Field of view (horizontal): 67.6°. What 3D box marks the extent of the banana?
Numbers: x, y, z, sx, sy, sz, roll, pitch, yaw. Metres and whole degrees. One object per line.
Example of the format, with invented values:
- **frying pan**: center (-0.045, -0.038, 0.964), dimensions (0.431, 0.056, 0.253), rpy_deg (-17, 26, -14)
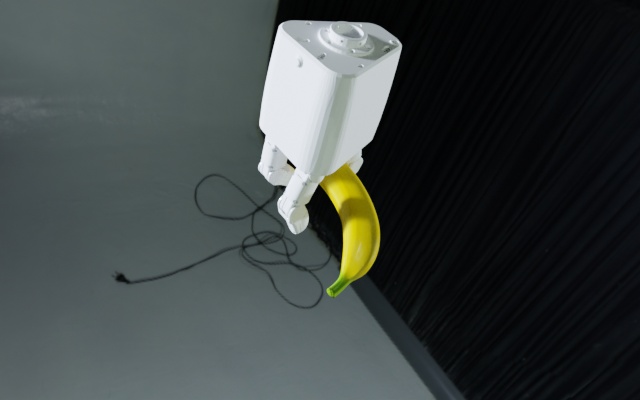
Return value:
- **banana**: center (0.019, 0.002, 0.503), dimensions (0.069, 0.197, 0.037), rpy_deg (-7, -36, -13)
